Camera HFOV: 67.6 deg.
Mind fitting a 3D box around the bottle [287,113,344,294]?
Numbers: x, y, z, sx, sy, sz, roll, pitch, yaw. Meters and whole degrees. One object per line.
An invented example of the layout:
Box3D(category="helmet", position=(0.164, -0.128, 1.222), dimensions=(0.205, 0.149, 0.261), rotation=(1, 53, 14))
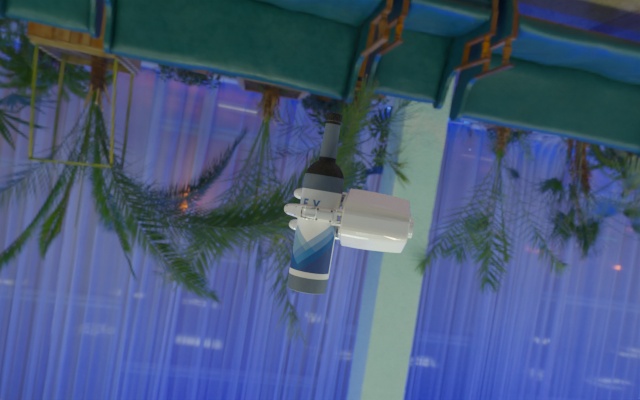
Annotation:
Box3D(category="bottle", position=(0.000, 0.003, 0.792), dimensions=(0.069, 0.295, 0.069), rotation=(9, 1, 0))
